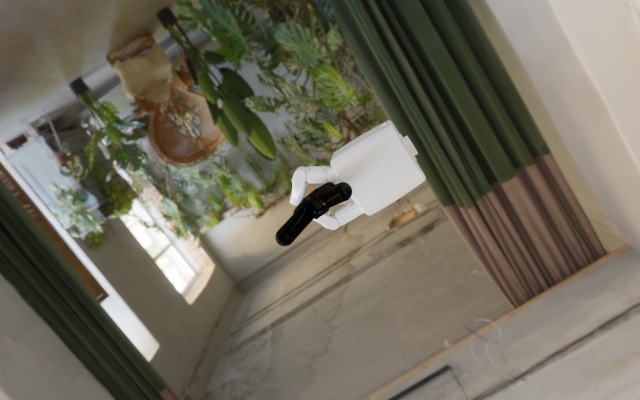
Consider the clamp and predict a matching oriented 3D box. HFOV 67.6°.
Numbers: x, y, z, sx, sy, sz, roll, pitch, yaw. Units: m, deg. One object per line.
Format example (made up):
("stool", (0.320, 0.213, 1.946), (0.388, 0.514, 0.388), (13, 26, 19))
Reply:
("clamp", (0.000, 0.003, 0.685), (0.120, 0.039, 0.171), (-31, 10, 15))
